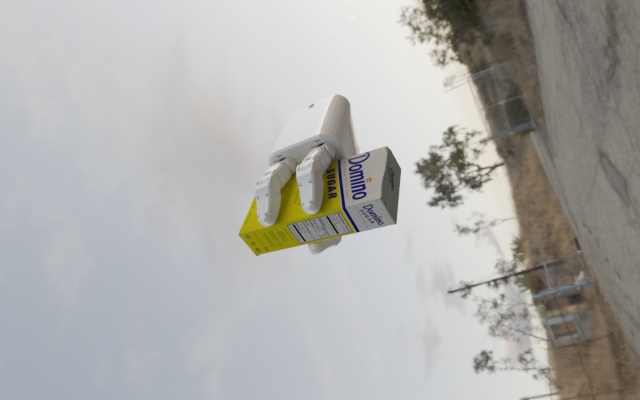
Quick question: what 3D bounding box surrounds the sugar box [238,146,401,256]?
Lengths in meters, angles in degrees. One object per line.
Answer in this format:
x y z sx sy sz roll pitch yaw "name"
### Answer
0.000 0.001 0.538 0.176 0.048 0.093 -18 35 26 "sugar box"
